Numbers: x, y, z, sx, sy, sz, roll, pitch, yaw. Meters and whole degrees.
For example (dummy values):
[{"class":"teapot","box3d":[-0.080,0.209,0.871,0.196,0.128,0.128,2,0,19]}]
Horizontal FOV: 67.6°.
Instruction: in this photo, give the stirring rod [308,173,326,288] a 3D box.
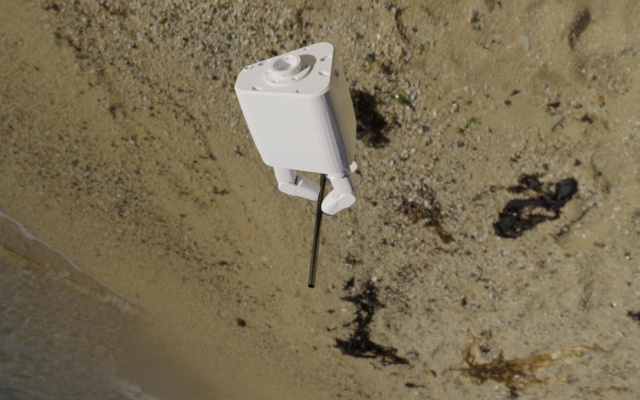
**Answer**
[{"class":"stirring rod","box3d":[0.000,0.002,0.601,0.011,0.239,0.011,4,-39,3]}]
